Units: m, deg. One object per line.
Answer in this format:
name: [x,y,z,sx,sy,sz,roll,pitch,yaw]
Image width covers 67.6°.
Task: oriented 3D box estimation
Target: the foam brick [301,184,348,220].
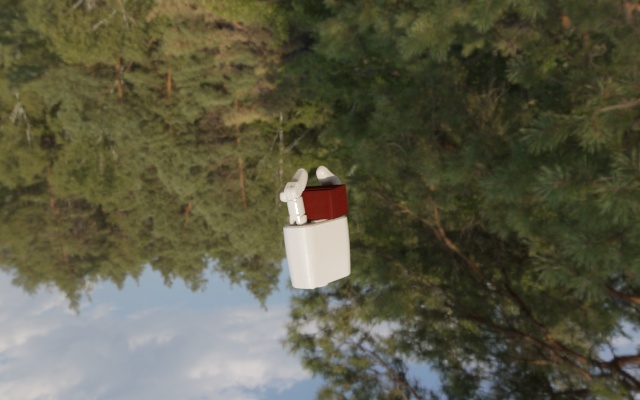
foam brick: [0.000,0.003,0.795,0.078,0.051,0.053,-2,8,32]
